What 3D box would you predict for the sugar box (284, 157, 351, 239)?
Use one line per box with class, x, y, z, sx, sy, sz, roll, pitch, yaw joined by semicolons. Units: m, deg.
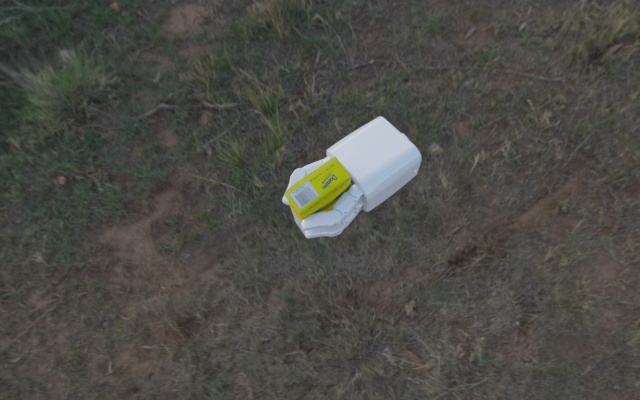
sugar box;0.001;0.003;0.753;0.093;0.048;0.176;-35;-17;-7
